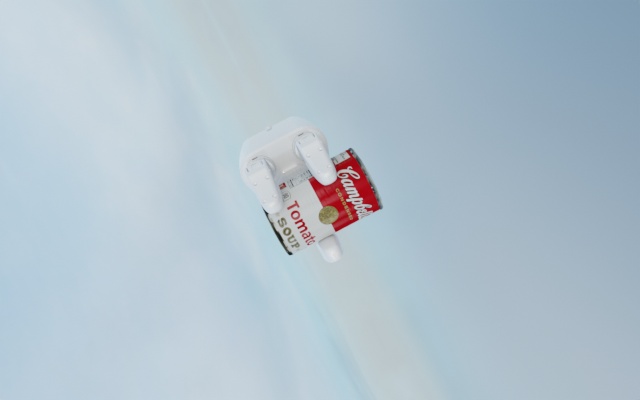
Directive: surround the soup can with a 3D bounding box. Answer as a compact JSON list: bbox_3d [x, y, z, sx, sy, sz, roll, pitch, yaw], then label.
[{"bbox_3d":[0.000,0.002,0.465,0.102,0.068,0.068,-27,1,-1],"label":"soup can"}]
